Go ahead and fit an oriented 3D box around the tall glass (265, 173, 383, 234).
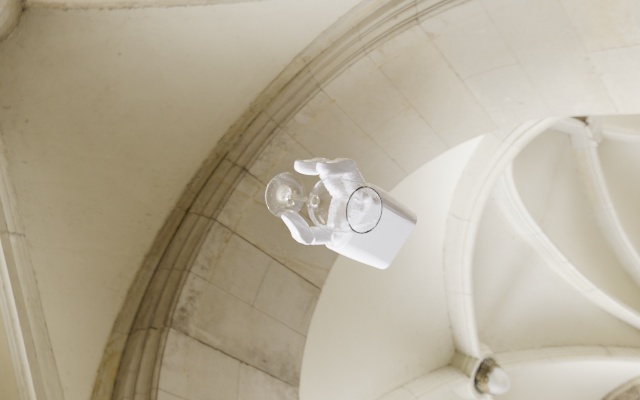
[{"bbox_3d":[0.000,0.002,0.691,0.079,0.079,0.201,0,6,-35],"label":"tall glass"}]
